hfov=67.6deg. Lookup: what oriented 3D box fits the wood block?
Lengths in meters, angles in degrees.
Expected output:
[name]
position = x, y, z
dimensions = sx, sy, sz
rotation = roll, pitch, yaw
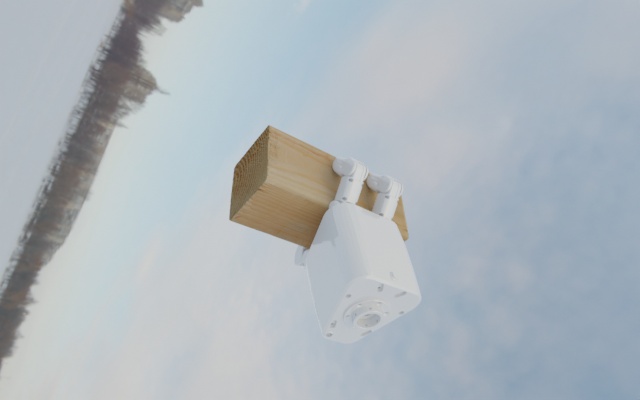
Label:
[wood block]
position = 0.000, 0.002, 0.603
dimensions = 0.206, 0.090, 0.091
rotation = 23, -46, -28
